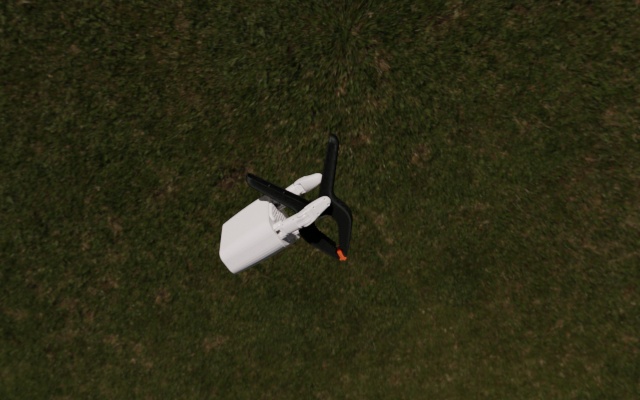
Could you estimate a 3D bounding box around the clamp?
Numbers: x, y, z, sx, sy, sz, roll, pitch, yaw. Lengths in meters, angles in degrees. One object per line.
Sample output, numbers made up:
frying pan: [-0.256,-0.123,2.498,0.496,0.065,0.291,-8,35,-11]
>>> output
clamp: [0.000,0.003,0.783,0.164,0.210,0.036,-31,15,15]
